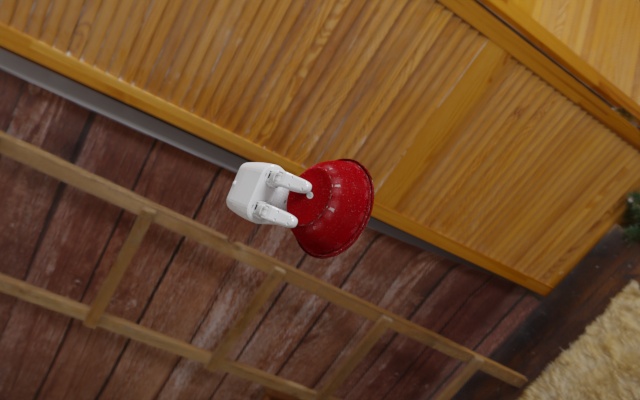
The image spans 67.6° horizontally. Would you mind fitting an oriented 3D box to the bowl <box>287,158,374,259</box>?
[{"bbox_3d":[0.001,0.002,0.712,0.162,0.162,0.055,0,-19,45],"label":"bowl"}]
